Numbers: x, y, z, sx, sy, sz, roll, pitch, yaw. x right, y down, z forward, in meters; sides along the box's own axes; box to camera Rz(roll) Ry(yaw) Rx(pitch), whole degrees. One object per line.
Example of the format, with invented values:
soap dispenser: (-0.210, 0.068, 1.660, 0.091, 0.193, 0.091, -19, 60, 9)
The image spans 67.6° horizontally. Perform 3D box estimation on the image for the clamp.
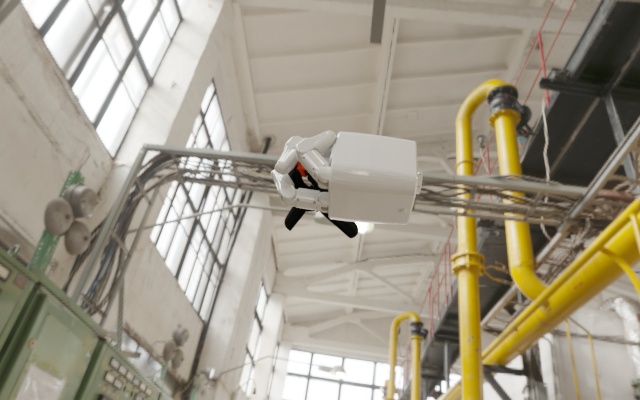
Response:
clamp: (0.000, 0.002, 0.706, 0.120, 0.039, 0.172, 6, -34, 5)
